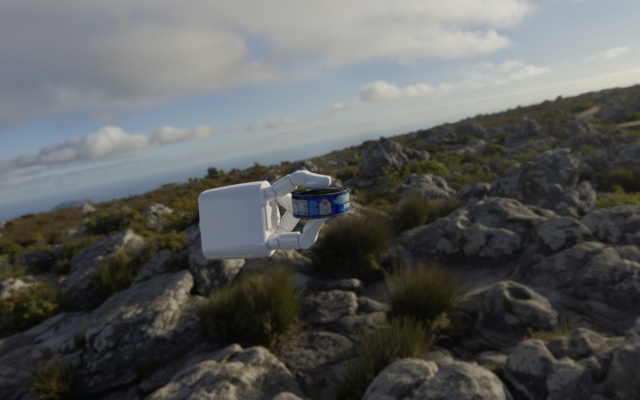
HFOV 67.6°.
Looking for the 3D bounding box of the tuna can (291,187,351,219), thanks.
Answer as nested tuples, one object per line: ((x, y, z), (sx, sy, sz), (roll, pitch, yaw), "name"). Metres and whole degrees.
((0.000, 0.002, 0.699), (0.086, 0.034, 0.086), (-5, 9, 1), "tuna can")
